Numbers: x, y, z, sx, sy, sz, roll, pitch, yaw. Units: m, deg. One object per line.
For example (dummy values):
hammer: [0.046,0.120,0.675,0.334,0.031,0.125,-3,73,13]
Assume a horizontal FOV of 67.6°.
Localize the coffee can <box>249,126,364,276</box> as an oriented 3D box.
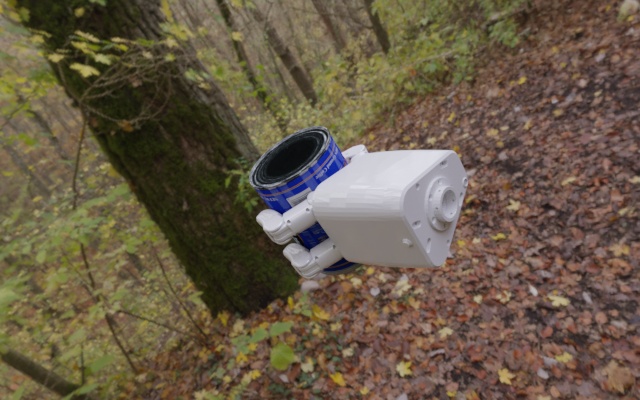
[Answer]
coffee can: [0.000,0.002,0.547,0.103,0.140,0.102,-25,31,16]
